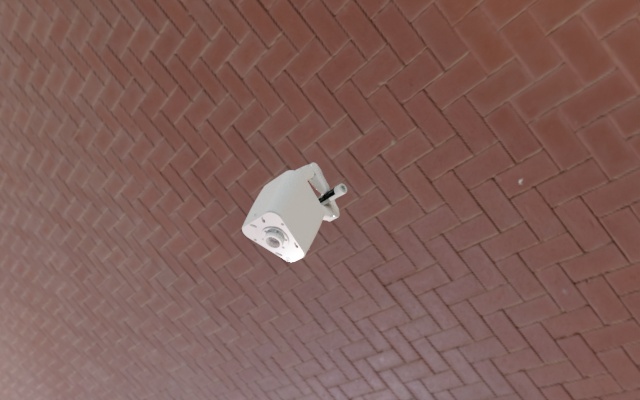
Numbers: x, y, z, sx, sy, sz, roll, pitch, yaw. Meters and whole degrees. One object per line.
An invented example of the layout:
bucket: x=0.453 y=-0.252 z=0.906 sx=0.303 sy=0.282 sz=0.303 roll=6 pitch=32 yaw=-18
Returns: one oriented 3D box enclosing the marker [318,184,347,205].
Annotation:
marker: x=0.000 y=0.003 z=0.876 sx=0.020 sy=0.020 sz=0.121 roll=0 pitch=-24 yaw=-47
